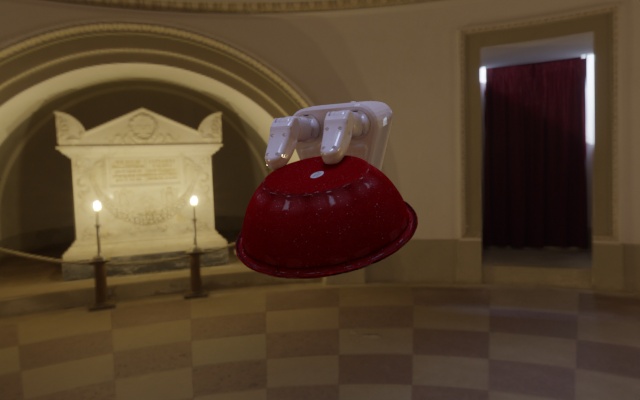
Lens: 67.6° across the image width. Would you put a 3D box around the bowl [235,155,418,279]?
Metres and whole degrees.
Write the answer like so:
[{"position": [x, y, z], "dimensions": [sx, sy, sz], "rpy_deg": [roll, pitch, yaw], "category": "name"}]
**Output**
[{"position": [0.000, 0.001, 0.412], "dimensions": [0.162, 0.055, 0.162], "rpy_deg": [-9, 23, 4], "category": "bowl"}]
